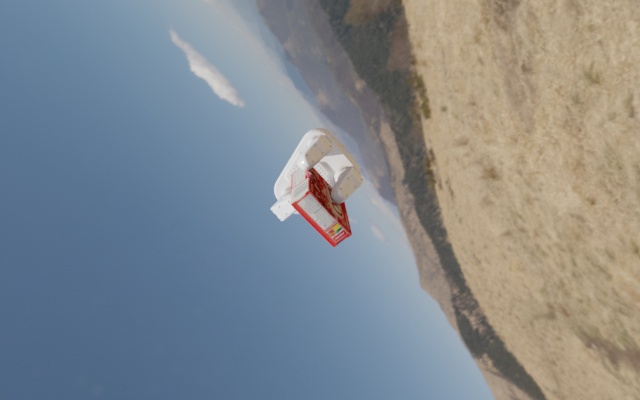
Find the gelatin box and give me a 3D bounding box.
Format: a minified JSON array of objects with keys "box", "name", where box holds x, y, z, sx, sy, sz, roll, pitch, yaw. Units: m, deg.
[{"box":[0.000,0.002,0.552,0.030,0.073,0.089,-38,22,14],"name":"gelatin box"}]
